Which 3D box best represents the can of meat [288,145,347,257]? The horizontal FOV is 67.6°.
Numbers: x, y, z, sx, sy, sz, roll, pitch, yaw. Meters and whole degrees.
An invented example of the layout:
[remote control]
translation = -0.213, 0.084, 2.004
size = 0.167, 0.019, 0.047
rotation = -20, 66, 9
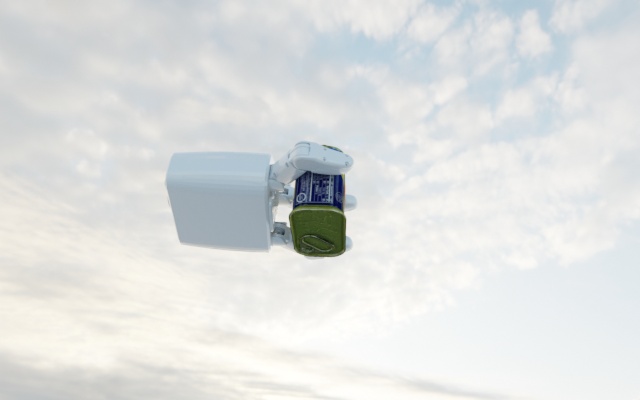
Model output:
[can of meat]
translation = 0.000, 0.001, 0.516
size = 0.057, 0.084, 0.102
rotation = 1, -33, 3
